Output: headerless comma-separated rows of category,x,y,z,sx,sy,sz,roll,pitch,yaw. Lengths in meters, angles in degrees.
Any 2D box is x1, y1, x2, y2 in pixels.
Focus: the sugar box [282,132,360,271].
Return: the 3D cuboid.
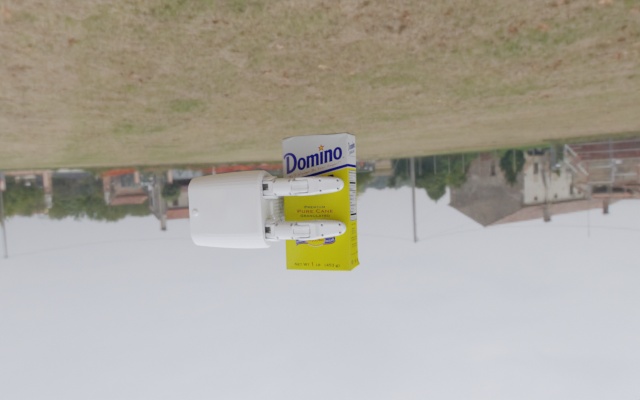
sugar box,0.000,0.002,0.628,0.093,0.176,0.048,-2,3,20
